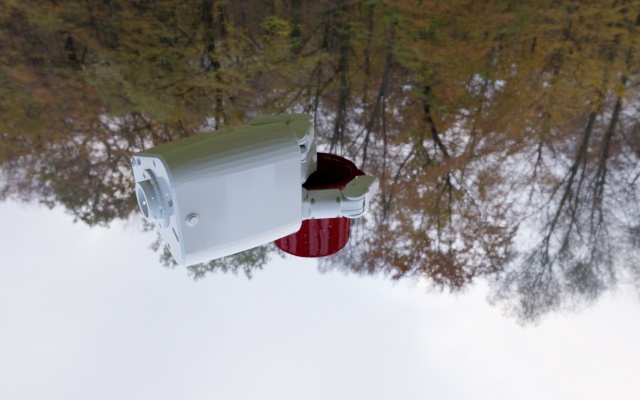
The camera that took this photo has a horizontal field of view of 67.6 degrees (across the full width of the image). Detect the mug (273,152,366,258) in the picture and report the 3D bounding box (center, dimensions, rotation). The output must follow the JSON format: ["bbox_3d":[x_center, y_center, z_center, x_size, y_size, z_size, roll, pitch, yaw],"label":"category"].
[{"bbox_3d":[0.001,0.001,0.492,0.117,0.081,0.093,-16,31,-30],"label":"mug"}]
